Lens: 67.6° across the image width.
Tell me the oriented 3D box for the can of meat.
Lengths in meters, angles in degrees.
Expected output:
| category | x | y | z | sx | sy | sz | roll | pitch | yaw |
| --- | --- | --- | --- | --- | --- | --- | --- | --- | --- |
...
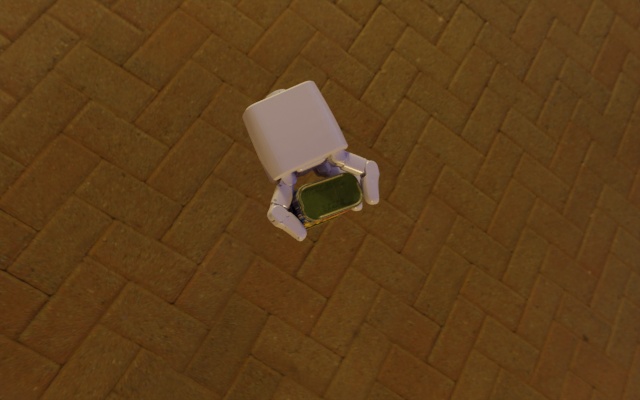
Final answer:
| category | x | y | z | sx | sy | sz | roll | pitch | yaw |
| --- | --- | --- | --- | --- | --- | --- | --- | --- | --- |
| can of meat | 0.000 | 0.002 | 0.679 | 0.102 | 0.057 | 0.084 | -20 | -5 | -25 |
